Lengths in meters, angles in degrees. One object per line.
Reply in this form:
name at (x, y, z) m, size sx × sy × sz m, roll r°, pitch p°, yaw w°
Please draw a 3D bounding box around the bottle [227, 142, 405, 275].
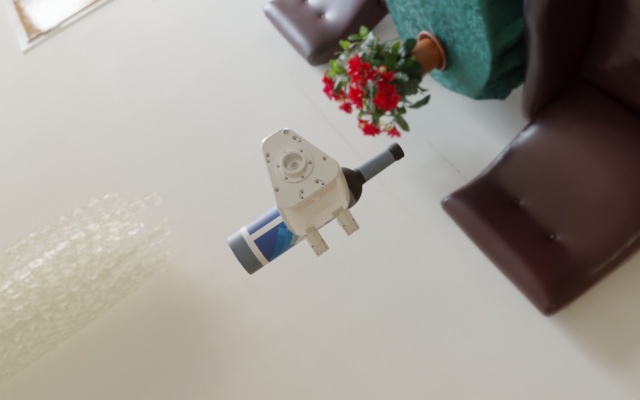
bottle at (0.000, 0.003, 0.724) m, size 0.295 × 0.069 × 0.069 m, roll -34°, pitch 3°, yaw -5°
